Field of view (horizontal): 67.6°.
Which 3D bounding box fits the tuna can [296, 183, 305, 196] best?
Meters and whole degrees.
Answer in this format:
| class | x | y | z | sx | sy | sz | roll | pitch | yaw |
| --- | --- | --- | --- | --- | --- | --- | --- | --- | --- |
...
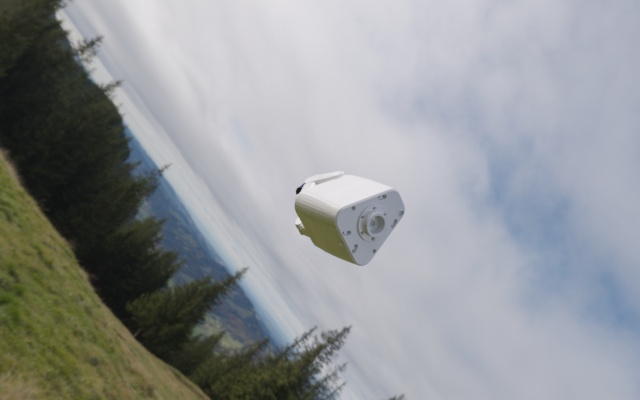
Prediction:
| class | x | y | z | sx | sy | sz | roll | pitch | yaw |
| --- | --- | --- | --- | --- | --- | --- | --- | --- | --- |
| tuna can | 0.000 | 0.002 | 0.792 | 0.033 | 0.086 | 0.086 | -41 | 17 | -20 |
